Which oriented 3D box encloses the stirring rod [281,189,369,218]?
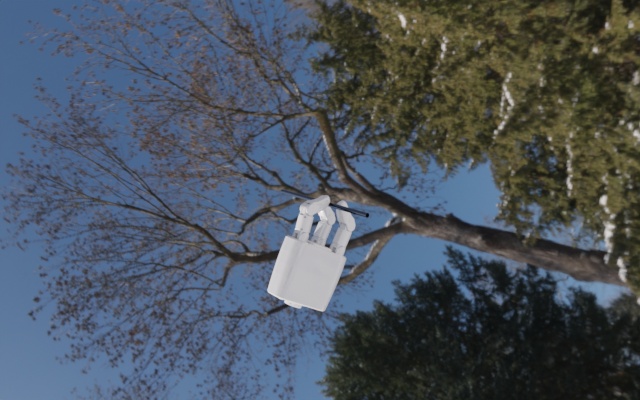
[{"bbox_3d":[0.000,0.003,0.879,0.011,0.011,0.239,0,10,-41],"label":"stirring rod"}]
